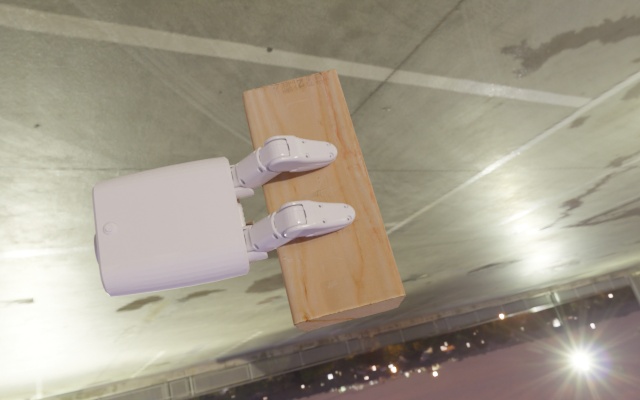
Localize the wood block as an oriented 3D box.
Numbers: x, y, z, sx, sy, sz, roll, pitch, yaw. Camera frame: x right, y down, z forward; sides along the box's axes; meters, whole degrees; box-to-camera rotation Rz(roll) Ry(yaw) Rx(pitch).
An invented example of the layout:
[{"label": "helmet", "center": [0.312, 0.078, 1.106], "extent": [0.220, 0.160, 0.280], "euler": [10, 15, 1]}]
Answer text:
[{"label": "wood block", "center": [0.000, 0.002, 0.429], "extent": [0.090, 0.206, 0.091], "euler": [-14, -19, -1]}]
